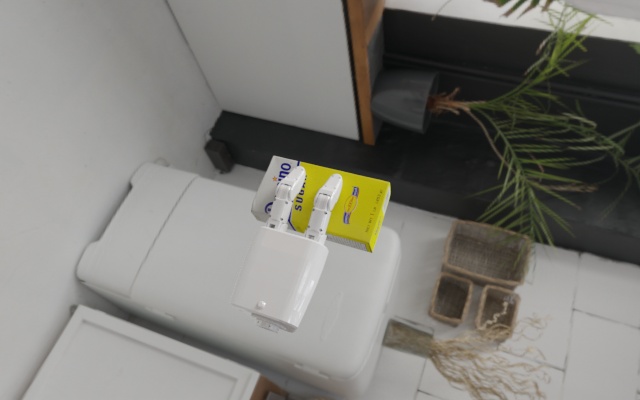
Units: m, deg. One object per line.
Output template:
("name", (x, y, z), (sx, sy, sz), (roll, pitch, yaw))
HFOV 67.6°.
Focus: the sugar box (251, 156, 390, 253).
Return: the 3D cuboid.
("sugar box", (0.000, 0.002, 0.659), (0.176, 0.093, 0.048), (14, -21, 16))
